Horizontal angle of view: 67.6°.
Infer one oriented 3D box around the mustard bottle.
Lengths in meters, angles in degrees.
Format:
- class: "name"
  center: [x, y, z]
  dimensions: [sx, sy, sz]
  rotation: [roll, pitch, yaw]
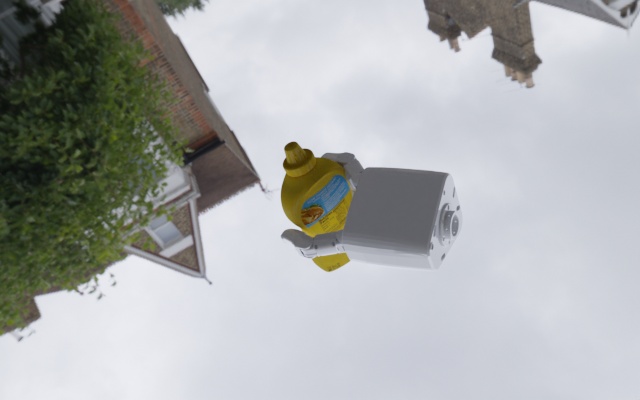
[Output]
- class: "mustard bottle"
  center: [0.000, 0.002, 0.624]
  dimensions: [0.096, 0.192, 0.058]
  rotation: [-41, 40, -16]
